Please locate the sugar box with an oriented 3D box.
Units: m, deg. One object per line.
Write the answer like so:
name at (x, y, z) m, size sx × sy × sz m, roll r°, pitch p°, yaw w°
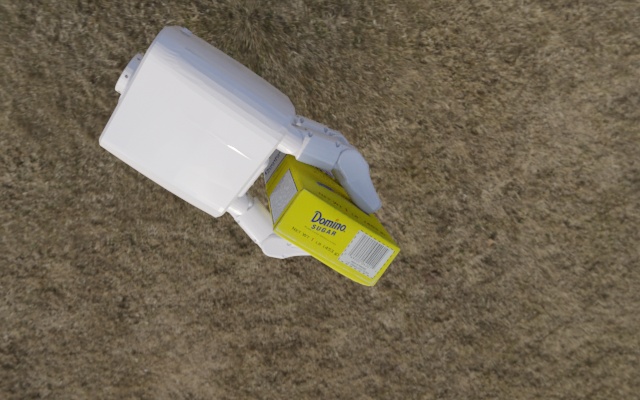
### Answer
sugar box at (0.000, 0.001, 0.426) m, size 0.093 × 0.048 × 0.176 m, roll 33°, pitch 13°, yaw -19°
